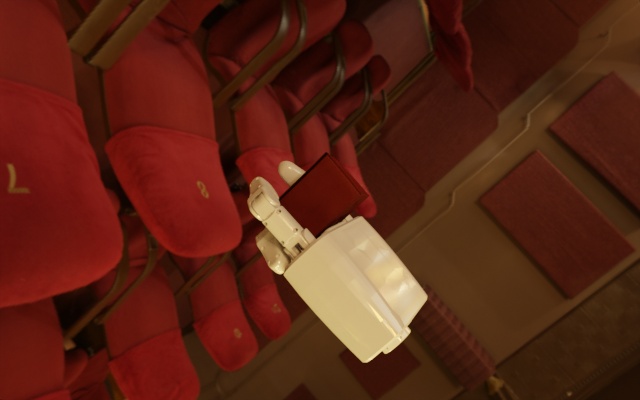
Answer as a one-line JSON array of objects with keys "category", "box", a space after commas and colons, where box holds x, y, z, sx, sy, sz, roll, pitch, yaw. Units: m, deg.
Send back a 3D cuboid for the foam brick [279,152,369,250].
[{"category": "foam brick", "box": [0.000, 0.001, 0.457, 0.078, 0.051, 0.053, -44, -12, 9]}]
